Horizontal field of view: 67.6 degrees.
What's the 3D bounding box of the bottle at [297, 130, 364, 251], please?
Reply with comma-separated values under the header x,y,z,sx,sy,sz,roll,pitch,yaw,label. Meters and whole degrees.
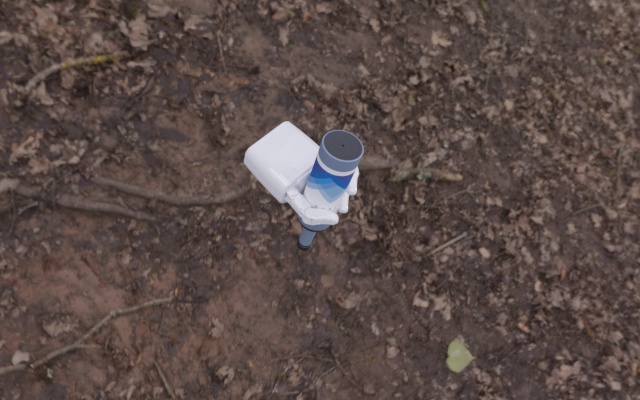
x,y,z,sx,sy,sz,roll,pitch,yaw,label
0.000,0.003,0.841,0.069,0.069,0.296,0,-36,-17,bottle
